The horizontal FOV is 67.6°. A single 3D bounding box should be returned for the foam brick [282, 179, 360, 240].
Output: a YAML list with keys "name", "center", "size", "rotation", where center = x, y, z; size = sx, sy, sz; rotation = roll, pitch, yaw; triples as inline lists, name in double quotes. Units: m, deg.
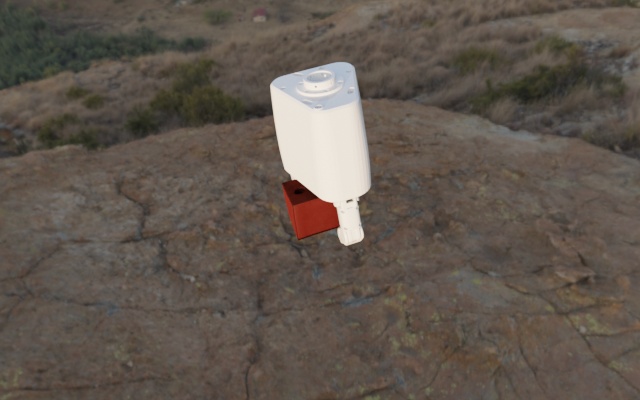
- name: "foam brick"
  center: [0.000, 0.002, 0.558]
  size: [0.078, 0.051, 0.053]
  rotation: [-17, 37, -9]
